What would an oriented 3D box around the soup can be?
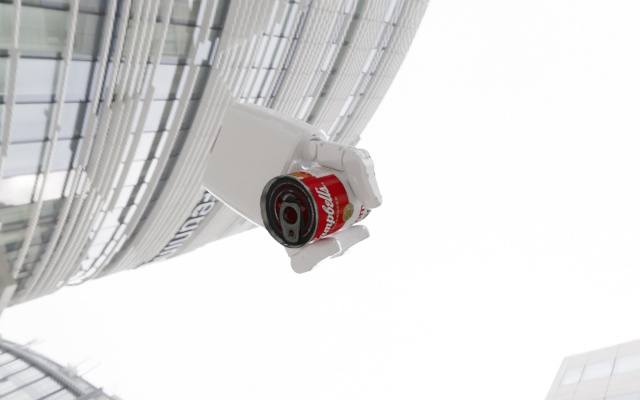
[{"bbox_3d":[0.001,0.002,0.468,0.068,0.068,0.102,0,11,38],"label":"soup can"}]
